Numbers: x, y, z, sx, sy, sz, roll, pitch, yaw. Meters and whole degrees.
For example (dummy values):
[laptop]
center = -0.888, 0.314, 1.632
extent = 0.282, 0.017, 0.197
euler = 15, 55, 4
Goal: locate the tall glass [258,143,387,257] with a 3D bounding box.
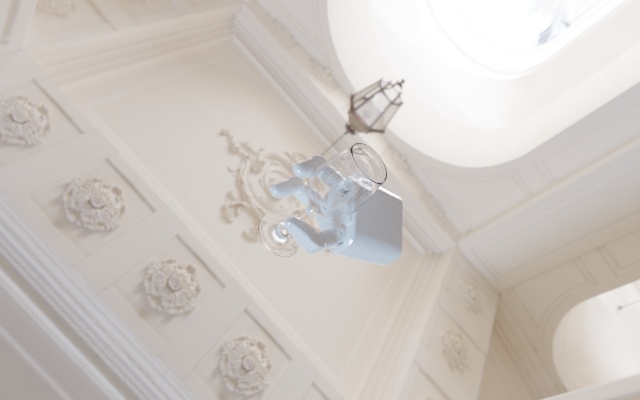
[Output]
[tall glass]
center = 0.000, 0.003, 0.657
extent = 0.079, 0.079, 0.201
euler = 0, -30, -45
